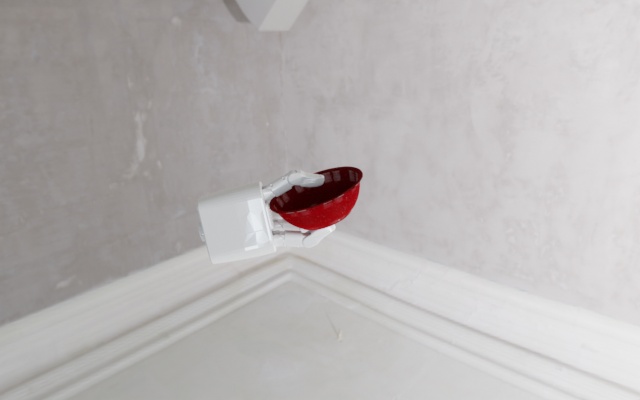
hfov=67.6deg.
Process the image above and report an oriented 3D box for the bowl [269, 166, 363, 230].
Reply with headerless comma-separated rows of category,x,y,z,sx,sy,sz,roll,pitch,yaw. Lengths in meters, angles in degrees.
bowl,0.002,0.003,0.783,0.162,0.055,0.162,-19,20,7
